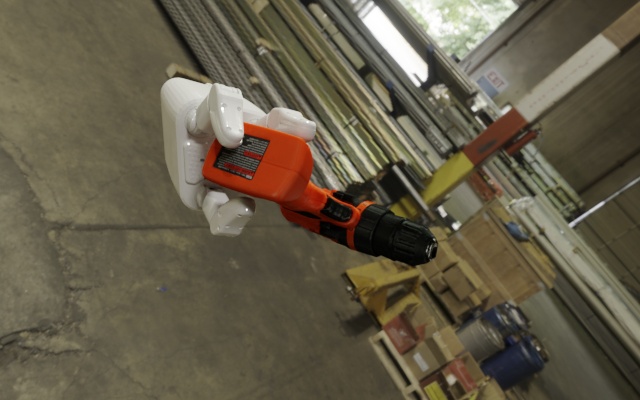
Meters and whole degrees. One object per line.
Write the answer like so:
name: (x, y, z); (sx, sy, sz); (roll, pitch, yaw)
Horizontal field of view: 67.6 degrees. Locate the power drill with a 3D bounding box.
power drill: (0.000, 0.001, 0.437); (0.184, 0.057, 0.188); (17, -12, 36)
